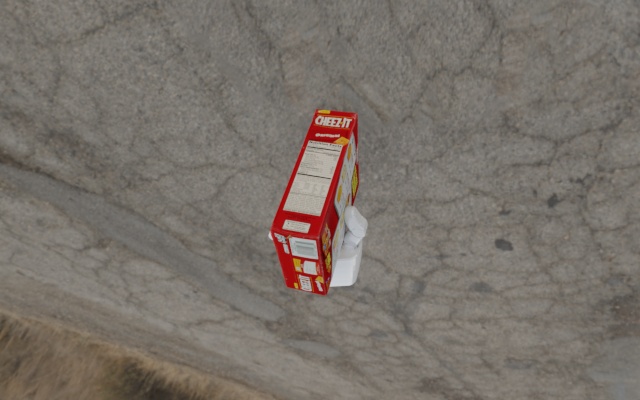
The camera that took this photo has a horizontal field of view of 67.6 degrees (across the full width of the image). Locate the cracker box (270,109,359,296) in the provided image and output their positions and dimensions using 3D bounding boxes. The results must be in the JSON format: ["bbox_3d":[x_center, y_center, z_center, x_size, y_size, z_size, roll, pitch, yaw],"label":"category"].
[{"bbox_3d":[0.000,0.002,0.685,0.072,0.213,0.164,10,-34,12],"label":"cracker box"}]
